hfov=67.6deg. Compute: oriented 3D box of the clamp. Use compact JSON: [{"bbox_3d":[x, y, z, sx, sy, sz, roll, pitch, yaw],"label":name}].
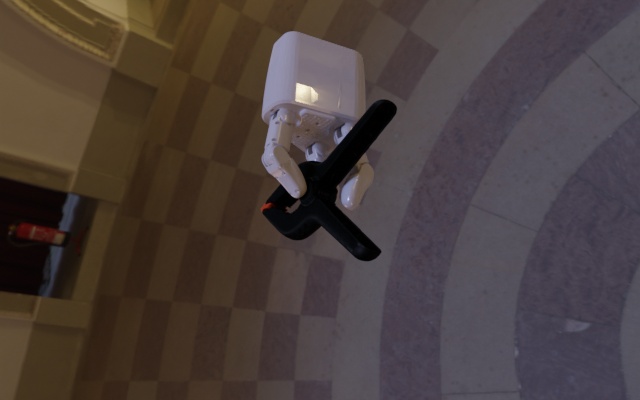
[{"bbox_3d":[-0.001,0.001,0.514,0.036,0.164,0.210,24,-31,-32],"label":"clamp"}]
